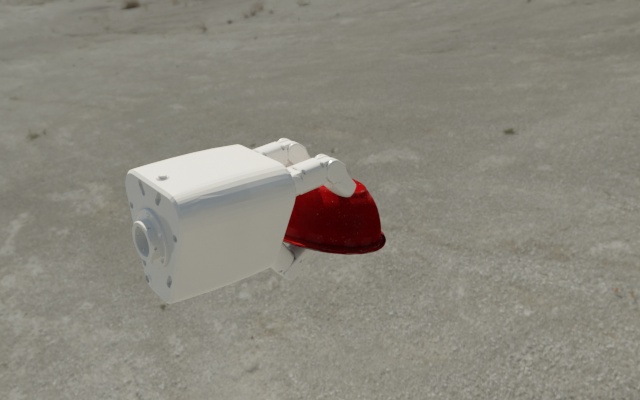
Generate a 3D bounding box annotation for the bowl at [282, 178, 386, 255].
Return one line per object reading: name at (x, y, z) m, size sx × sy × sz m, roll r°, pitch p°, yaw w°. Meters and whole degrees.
bowl at (0.001, 0.001, 0.528) m, size 0.162 × 0.055 × 0.162 m, roll 12°, pitch 15°, yaw -3°
